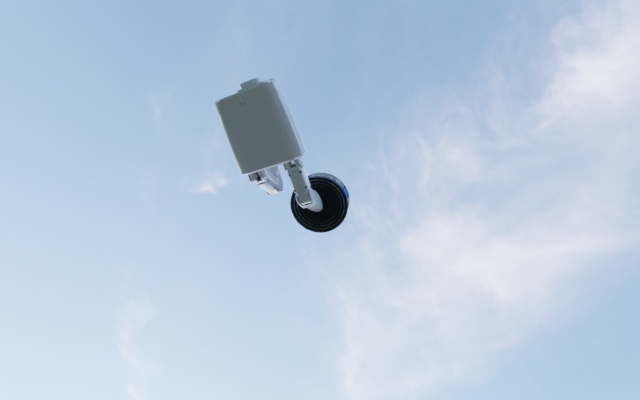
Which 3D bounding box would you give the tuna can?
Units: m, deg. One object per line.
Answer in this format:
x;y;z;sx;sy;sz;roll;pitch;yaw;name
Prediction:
0.000;0.002;0.712;0.086;0.086;0.033;0;17;10;tuna can
